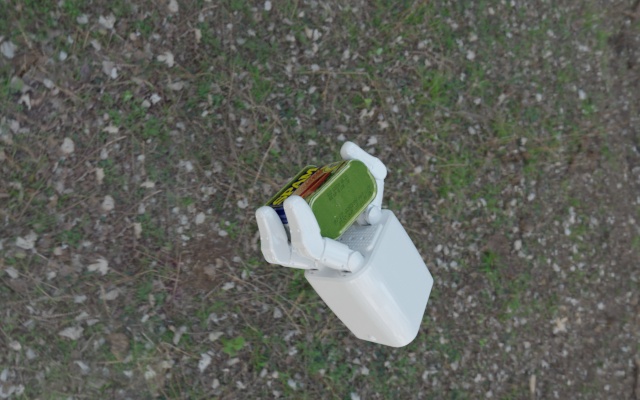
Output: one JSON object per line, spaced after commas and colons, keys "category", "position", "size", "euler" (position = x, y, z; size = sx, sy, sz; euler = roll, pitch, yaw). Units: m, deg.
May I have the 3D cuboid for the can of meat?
{"category": "can of meat", "position": [0.000, 0.002, 0.510], "size": [0.102, 0.057, 0.084], "euler": [-45, 22, -31]}
